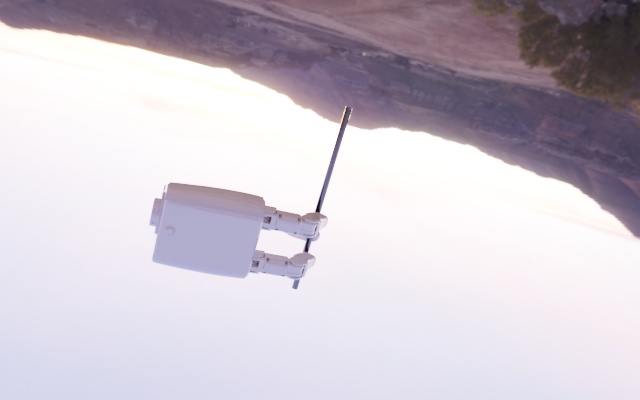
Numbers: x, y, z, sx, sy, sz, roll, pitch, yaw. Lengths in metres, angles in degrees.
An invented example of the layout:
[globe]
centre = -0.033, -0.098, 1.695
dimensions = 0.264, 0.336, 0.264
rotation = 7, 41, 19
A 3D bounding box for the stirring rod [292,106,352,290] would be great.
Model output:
[stirring rod]
centre = 0.000, 0.002, 0.591
dimensions = 0.011, 0.239, 0.011
rotation = 16, 14, -4
